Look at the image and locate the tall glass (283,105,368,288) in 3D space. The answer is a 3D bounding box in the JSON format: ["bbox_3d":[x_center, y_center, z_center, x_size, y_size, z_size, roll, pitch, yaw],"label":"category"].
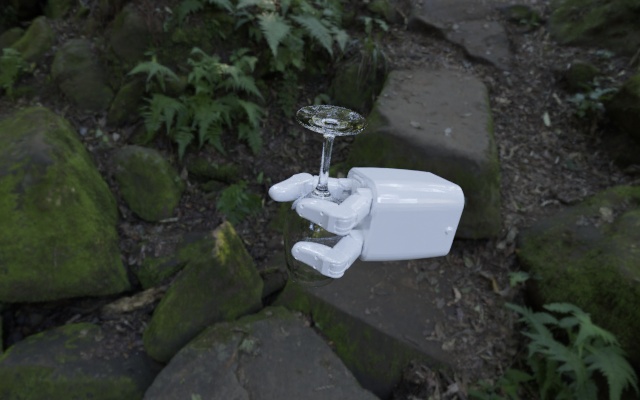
[{"bbox_3d":[0.000,0.001,0.534,0.079,0.201,0.079,6,31,-4],"label":"tall glass"}]
